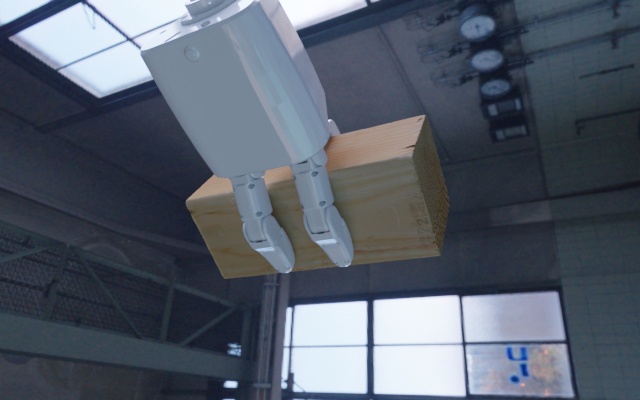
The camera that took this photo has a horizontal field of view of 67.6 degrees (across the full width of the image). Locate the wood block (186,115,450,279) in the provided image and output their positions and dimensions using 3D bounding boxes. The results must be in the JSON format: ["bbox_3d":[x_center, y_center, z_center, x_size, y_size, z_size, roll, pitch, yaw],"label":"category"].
[{"bbox_3d":[0.000,0.001,0.428,0.206,0.090,0.090,-10,26,25],"label":"wood block"}]
